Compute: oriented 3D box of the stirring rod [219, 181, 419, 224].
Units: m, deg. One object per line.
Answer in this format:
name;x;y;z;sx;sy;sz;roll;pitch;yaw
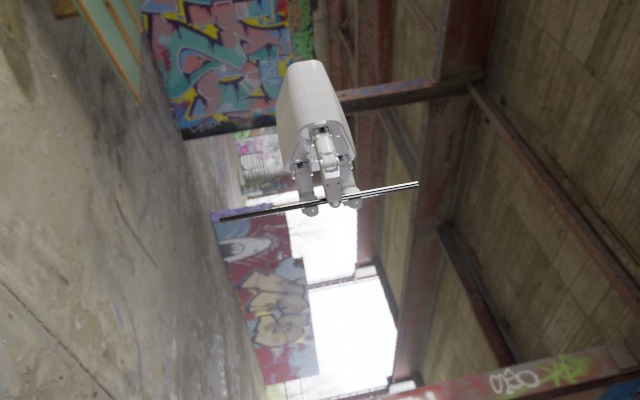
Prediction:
stirring rod;0.000;0.002;0.570;0.239;0.011;0.011;-10;1;-5
